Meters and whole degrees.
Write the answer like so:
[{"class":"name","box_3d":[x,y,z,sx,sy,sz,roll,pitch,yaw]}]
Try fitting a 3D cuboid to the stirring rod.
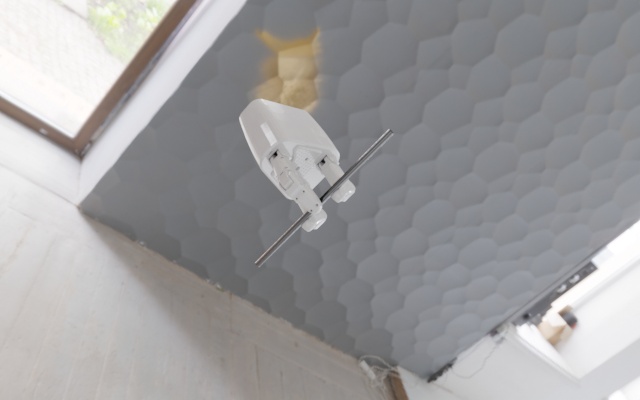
[{"class":"stirring rod","box_3d":[0.000,0.002,0.583,0.239,0.011,0.011,-45,-16,17]}]
